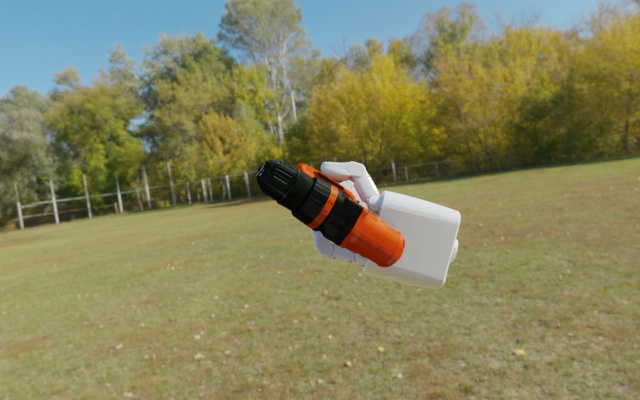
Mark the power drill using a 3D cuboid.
[{"bbox_3d":[0.000,0.002,0.583,0.184,0.057,0.187,34,5,-14],"label":"power drill"}]
